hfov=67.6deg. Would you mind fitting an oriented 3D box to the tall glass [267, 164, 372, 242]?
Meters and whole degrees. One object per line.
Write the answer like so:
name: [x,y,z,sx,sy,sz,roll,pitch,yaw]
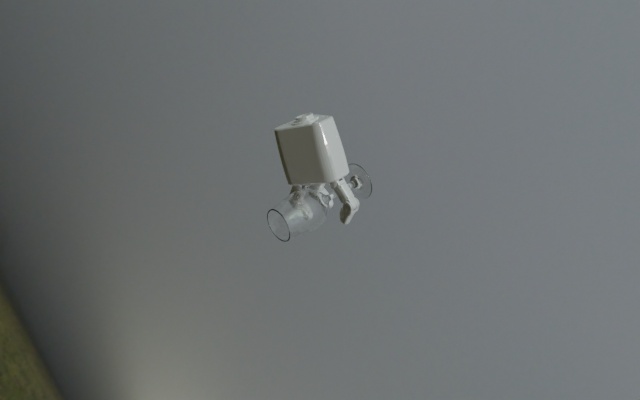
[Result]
tall glass: [0.001,0.003,0.866,0.201,0.079,0.079,-30,17,-34]
